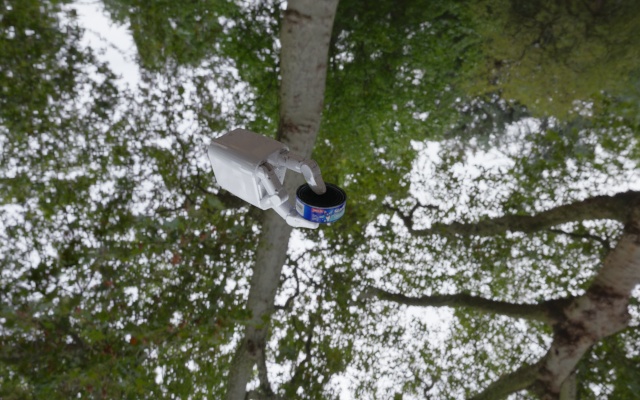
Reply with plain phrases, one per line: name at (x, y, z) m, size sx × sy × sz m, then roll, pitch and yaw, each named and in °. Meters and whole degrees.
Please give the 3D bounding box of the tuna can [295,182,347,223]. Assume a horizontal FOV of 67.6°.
tuna can at (0.000, 0.003, 0.810) m, size 0.086 × 0.034 × 0.086 m, roll 5°, pitch 31°, yaw -3°
